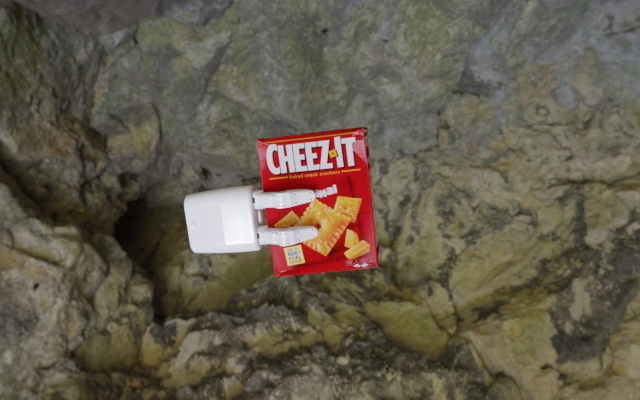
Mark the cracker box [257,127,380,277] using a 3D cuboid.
[{"bbox_3d":[0.000,0.003,0.735,0.164,0.214,0.072,-6,8,8],"label":"cracker box"}]
